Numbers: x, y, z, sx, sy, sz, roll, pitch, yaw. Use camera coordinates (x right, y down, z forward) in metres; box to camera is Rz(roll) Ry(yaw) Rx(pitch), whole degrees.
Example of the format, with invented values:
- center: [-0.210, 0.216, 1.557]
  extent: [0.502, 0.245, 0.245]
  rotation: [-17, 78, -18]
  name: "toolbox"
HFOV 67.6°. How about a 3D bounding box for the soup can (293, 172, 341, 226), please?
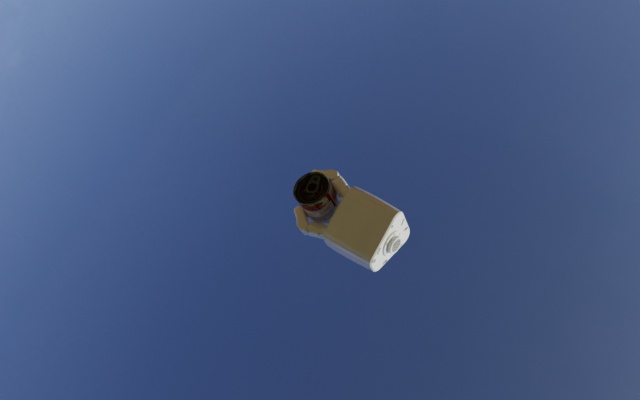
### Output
- center: [0.000, 0.003, 0.881]
  extent: [0.068, 0.068, 0.102]
  rotation: [0, -30, 23]
  name: "soup can"
